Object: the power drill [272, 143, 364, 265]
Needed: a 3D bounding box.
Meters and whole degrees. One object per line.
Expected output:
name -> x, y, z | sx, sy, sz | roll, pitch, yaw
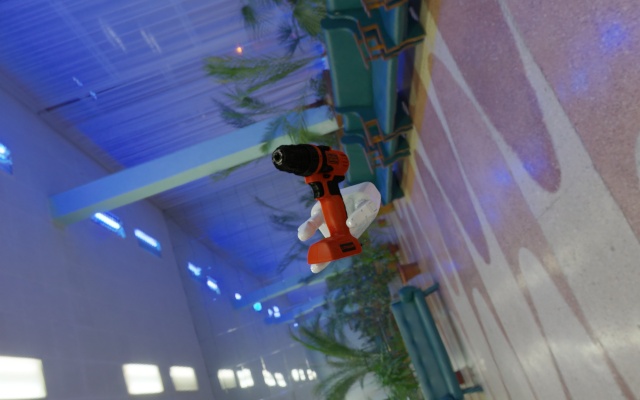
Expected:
power drill -> 0.000, 0.003, 0.755 | 0.057, 0.187, 0.184 | -13, -6, 34
